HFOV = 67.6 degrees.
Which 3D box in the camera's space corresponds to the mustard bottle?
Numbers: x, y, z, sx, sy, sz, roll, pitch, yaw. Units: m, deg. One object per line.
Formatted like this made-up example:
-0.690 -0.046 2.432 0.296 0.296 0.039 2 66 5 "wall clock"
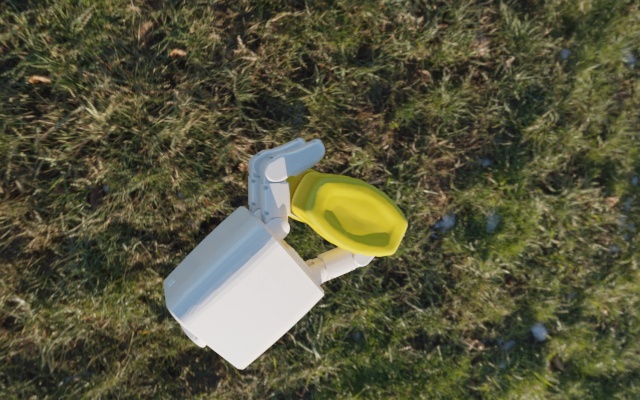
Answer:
0.000 0.001 0.474 0.096 0.058 0.191 25 -1 -22 "mustard bottle"
